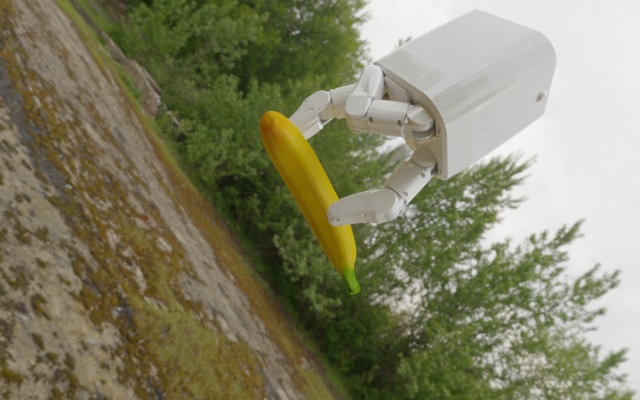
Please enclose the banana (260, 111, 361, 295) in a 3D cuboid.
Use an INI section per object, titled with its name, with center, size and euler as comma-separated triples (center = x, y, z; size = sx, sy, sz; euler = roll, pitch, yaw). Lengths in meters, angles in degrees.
[banana]
center = -0.004, -0.004, 0.426
size = 0.037, 0.198, 0.069
euler = -30, 32, -3
